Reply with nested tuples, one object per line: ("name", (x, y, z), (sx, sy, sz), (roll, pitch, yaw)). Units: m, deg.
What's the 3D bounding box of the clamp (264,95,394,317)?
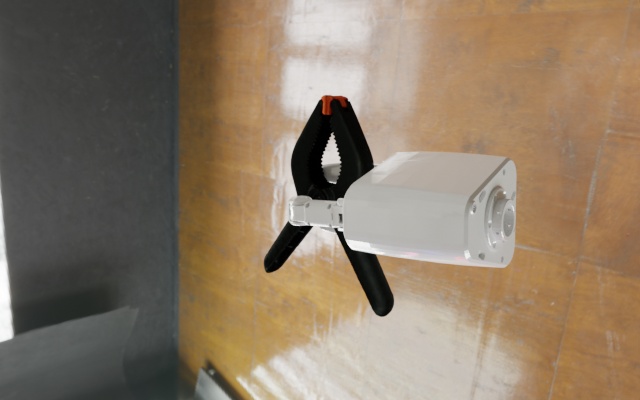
("clamp", (0.000, 0.001, 0.485), (0.164, 0.210, 0.036), (5, 11, 38))
